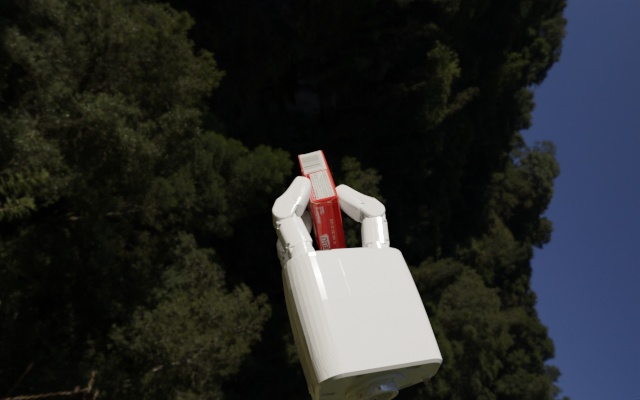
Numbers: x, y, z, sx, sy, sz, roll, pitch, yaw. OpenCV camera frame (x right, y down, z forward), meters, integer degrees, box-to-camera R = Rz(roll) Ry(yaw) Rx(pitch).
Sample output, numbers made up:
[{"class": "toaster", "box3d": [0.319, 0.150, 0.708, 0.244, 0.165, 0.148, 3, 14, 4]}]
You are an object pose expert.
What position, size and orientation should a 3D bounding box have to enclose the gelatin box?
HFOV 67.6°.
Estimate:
[{"class": "gelatin box", "box3d": [0.000, 0.001, 0.510, 0.030, 0.073, 0.089, -12, 40, -4]}]
